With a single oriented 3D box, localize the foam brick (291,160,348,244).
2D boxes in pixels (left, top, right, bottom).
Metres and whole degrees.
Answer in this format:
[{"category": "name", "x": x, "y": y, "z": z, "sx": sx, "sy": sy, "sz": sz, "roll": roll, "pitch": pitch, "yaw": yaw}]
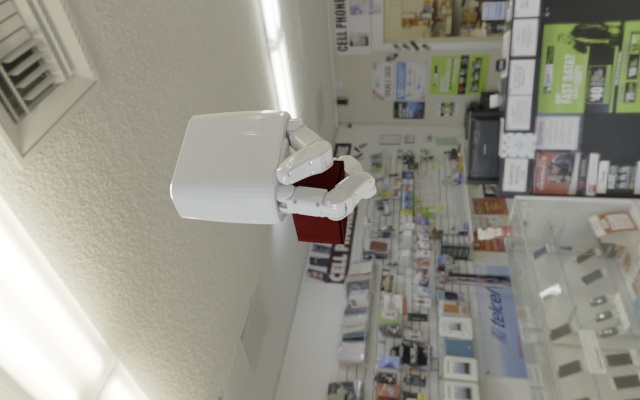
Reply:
[{"category": "foam brick", "x": 0.000, "y": 0.002, "z": 0.507, "sx": 0.051, "sy": 0.078, "sz": 0.053, "roll": 1, "pitch": 45, "yaw": 10}]
